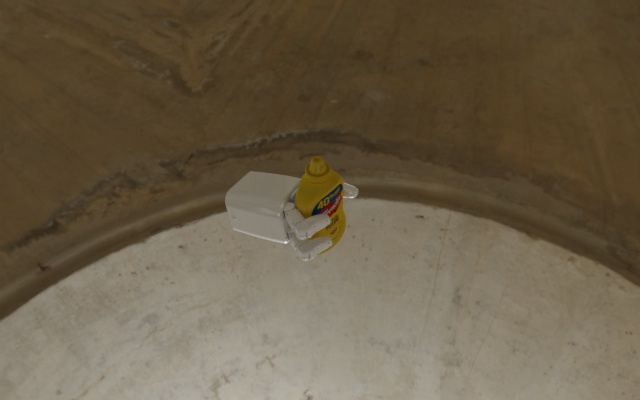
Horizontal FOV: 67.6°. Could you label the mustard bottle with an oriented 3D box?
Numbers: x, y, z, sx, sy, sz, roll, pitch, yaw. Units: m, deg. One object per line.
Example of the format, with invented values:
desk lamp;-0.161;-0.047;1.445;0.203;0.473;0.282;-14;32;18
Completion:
mustard bottle;0.000;0.003;0.805;0.058;0.192;0.096;32;56;31
